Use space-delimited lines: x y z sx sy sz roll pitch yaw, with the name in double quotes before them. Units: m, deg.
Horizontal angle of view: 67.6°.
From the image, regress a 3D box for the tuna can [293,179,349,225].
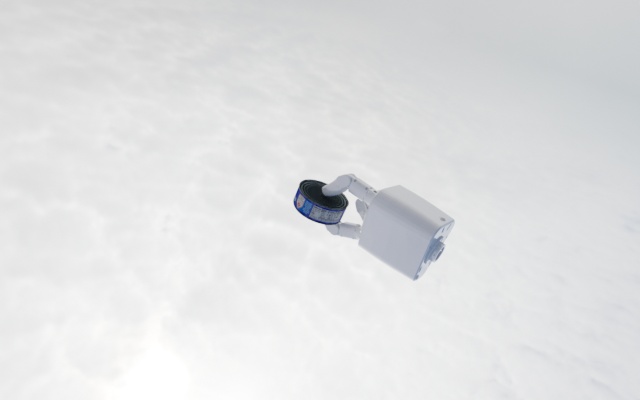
"tuna can" 0.000 0.003 0.767 0.086 0.034 0.086 19 26 -10
